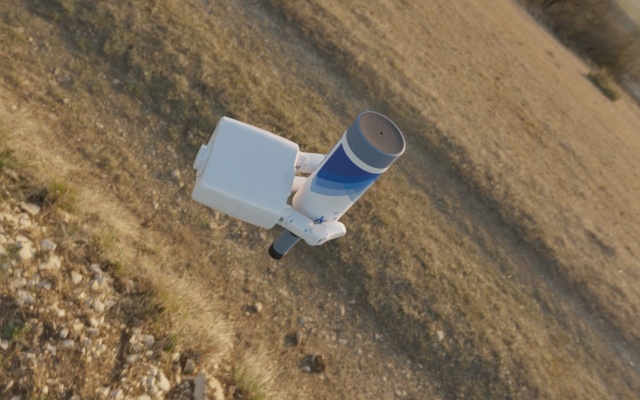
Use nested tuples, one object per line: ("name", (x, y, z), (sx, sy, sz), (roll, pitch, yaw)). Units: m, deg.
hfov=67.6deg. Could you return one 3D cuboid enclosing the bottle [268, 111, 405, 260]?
("bottle", (0.000, 0.002, 0.648), (0.069, 0.069, 0.296), (0, -33, -34))
